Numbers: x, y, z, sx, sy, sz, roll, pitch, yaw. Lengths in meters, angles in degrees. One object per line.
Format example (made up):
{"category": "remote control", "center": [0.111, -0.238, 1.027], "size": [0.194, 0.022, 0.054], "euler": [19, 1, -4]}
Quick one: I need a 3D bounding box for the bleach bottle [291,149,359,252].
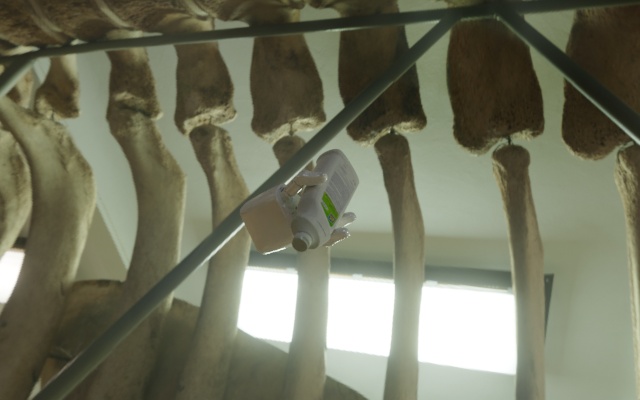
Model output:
{"category": "bleach bottle", "center": [0.000, 0.003, 0.894], "size": [0.068, 0.102, 0.250], "euler": [-23, 21, 32]}
